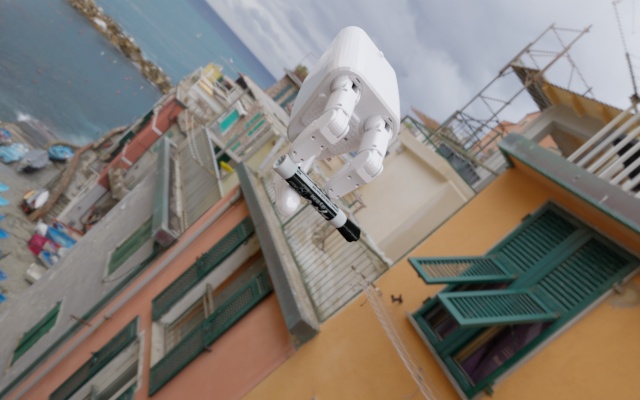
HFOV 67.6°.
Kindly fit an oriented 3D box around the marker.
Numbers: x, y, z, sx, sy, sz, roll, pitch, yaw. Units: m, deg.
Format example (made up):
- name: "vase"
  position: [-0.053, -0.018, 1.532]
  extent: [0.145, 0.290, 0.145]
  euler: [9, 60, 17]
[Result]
- name: "marker"
  position: [0.000, 0.002, 0.463]
  extent: [0.121, 0.020, 0.020]
  euler: [45, -26, -29]
